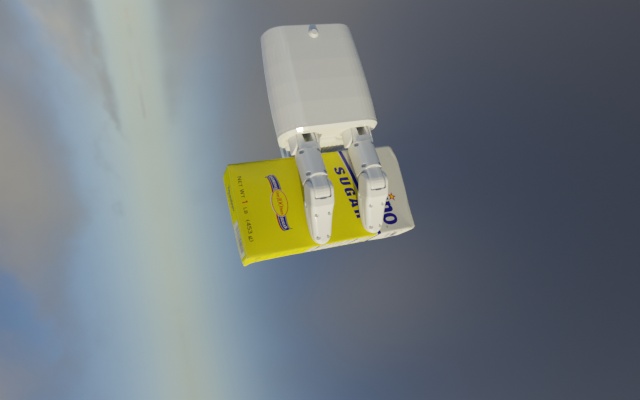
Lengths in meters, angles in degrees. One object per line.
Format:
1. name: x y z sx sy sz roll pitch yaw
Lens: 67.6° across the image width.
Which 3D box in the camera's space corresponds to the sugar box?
1. sugar box: 0.000 0.001 0.476 0.176 0.093 0.048 -10 -12 -18
